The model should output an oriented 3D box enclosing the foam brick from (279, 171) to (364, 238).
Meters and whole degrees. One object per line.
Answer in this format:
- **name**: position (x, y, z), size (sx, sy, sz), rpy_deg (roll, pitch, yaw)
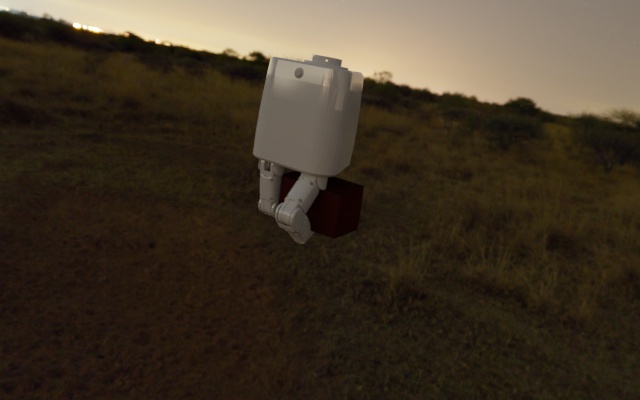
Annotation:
- **foam brick**: position (0.000, 0.002, 0.523), size (0.078, 0.051, 0.053), rpy_deg (19, 18, 27)
